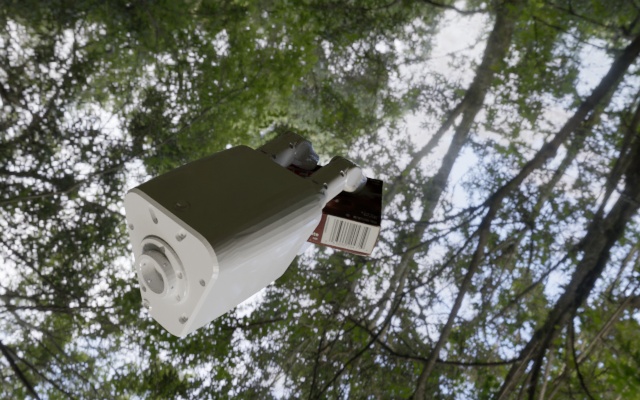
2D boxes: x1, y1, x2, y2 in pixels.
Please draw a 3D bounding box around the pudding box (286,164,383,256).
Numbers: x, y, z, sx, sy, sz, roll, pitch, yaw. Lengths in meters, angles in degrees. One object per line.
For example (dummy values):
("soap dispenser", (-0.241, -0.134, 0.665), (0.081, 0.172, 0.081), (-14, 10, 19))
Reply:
("pudding box", (0.000, 0.002, 0.447), (0.113, 0.039, 0.090), (16, 31, 0))
